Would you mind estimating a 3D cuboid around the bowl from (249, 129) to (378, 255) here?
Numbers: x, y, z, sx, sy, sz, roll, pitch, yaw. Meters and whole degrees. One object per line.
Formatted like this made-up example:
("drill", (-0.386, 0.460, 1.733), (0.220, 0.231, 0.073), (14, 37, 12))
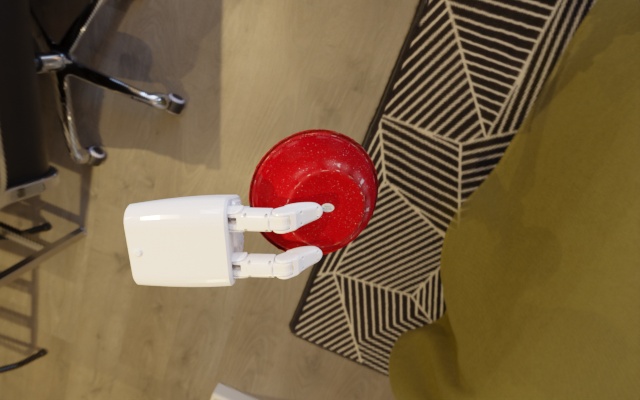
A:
("bowl", (0.001, 0.002, 0.555), (0.162, 0.162, 0.055), (0, 19, -15))
